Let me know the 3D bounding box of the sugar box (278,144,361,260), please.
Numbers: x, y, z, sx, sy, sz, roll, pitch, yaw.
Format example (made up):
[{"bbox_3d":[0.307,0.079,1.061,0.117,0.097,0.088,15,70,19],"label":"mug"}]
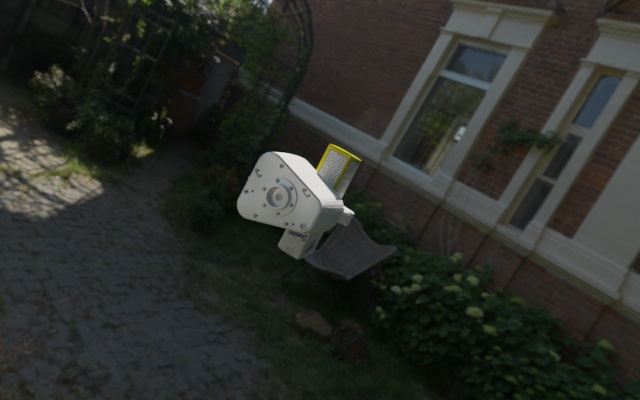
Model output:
[{"bbox_3d":[0.000,0.002,0.745,0.048,0.176,0.093,31,7,12],"label":"sugar box"}]
